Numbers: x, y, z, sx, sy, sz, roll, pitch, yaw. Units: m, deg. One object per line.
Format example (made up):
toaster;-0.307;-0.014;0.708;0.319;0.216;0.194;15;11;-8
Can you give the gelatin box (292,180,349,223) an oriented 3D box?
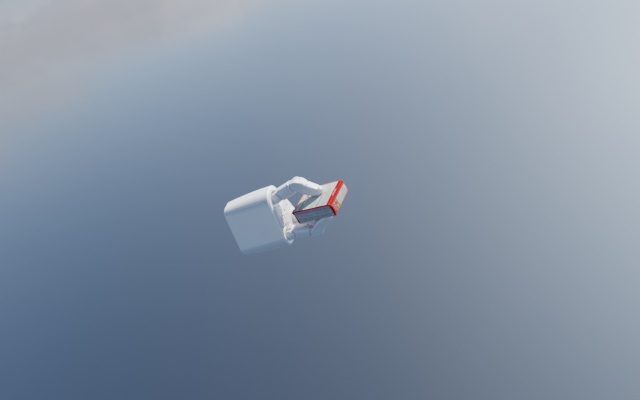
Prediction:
gelatin box;0.000;0.002;0.887;0.089;0.030;0.073;-14;32;35
